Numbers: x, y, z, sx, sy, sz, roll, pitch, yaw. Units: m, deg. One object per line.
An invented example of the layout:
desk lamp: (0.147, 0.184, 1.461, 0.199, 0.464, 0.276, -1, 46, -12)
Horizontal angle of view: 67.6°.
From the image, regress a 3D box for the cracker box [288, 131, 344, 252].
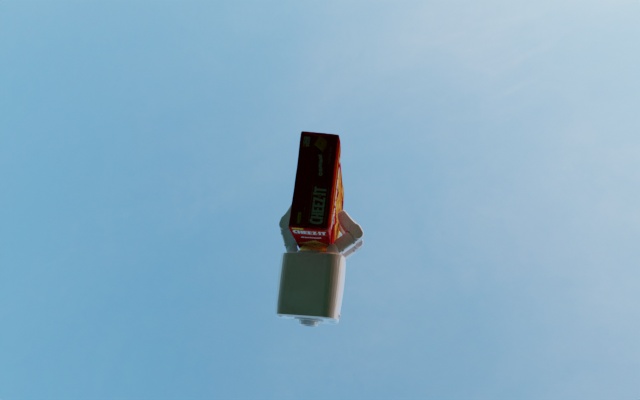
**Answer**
cracker box: (0.000, 0.003, 0.833, 0.072, 0.164, 0.214, 4, -20, 5)
